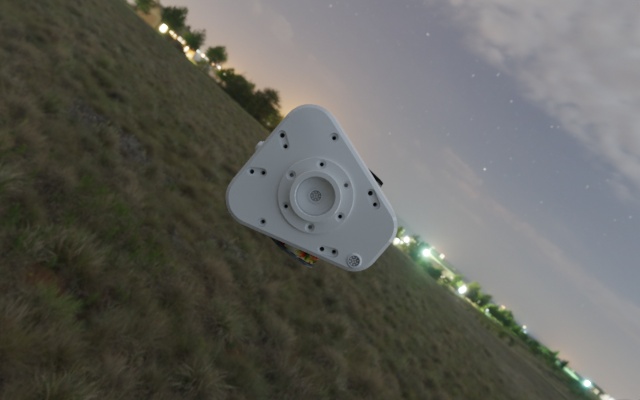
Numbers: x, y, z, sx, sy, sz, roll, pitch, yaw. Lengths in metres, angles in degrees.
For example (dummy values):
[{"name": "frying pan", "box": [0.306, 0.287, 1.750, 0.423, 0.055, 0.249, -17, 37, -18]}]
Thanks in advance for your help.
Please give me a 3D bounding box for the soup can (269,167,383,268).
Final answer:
[{"name": "soup can", "box": [0.000, 0.001, 0.442, 0.068, 0.102, 0.068, 40, 4, -3]}]
